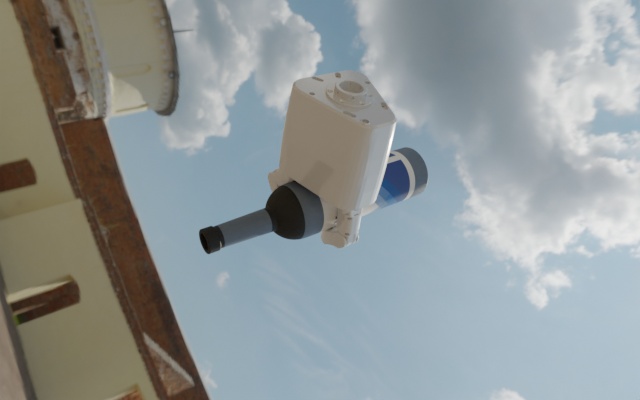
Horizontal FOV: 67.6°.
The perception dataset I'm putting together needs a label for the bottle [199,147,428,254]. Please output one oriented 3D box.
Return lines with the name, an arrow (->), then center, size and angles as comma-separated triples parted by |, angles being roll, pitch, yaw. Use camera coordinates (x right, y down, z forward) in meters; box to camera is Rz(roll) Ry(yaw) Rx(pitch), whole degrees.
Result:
bottle -> 0.000, 0.002, 0.566 | 0.295, 0.069, 0.069 | -19, 10, -30
